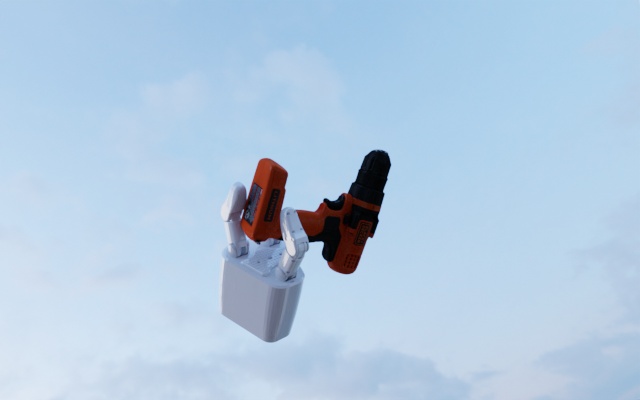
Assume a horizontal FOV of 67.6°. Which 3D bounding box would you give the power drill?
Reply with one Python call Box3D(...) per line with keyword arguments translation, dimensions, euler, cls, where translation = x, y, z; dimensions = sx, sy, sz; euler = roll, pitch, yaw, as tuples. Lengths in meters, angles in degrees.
Box3D(translation=(0.000, 0.002, 0.641), dimensions=(0.188, 0.184, 0.057), euler=(14, 7, -29), cls="power drill")
